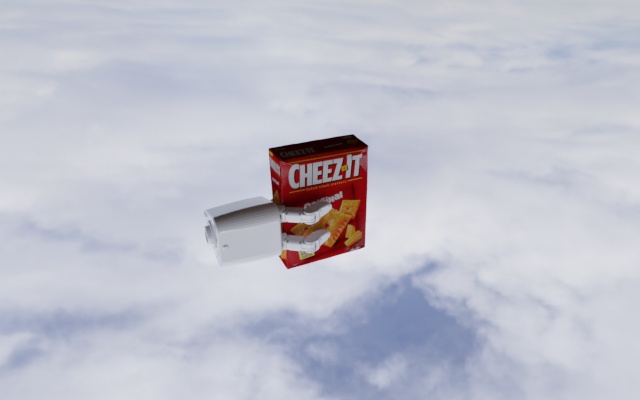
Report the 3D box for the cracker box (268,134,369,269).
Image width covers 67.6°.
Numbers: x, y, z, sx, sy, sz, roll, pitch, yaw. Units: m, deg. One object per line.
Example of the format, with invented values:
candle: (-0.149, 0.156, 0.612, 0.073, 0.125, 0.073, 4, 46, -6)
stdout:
cracker box: (0.000, 0.003, 0.856, 0.164, 0.214, 0.072, -12, 30, -21)
